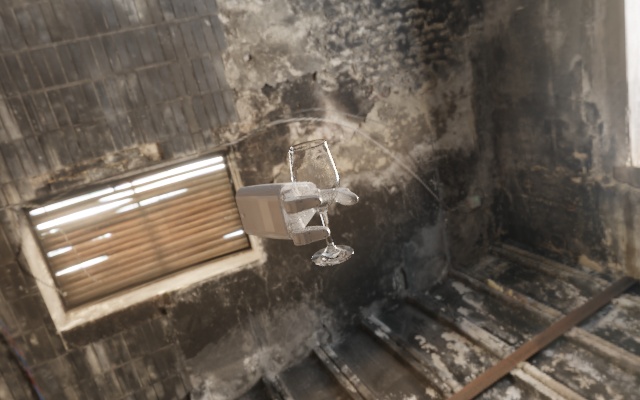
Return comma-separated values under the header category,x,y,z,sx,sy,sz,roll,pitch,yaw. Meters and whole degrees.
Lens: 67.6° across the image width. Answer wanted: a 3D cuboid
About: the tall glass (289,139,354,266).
category,x,y,z,sx,sy,sz,roll,pitch,yaw
tall glass,0.000,0.003,0.799,0.079,0.201,0.079,-11,17,4
